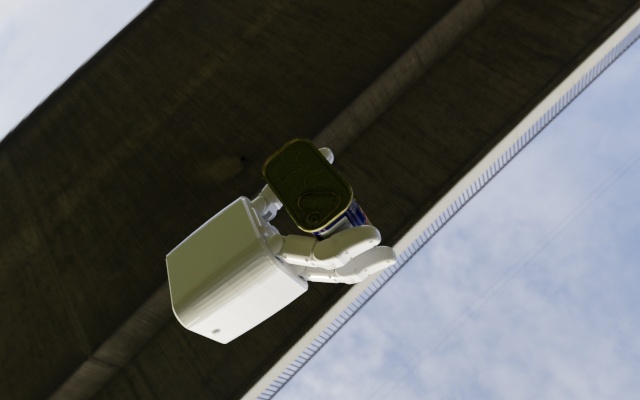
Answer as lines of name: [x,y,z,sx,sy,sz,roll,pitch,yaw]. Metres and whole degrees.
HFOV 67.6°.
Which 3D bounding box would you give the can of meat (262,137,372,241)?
can of meat: [0.000,0.002,0.463,0.057,0.102,0.084,-39,-35,-1]
